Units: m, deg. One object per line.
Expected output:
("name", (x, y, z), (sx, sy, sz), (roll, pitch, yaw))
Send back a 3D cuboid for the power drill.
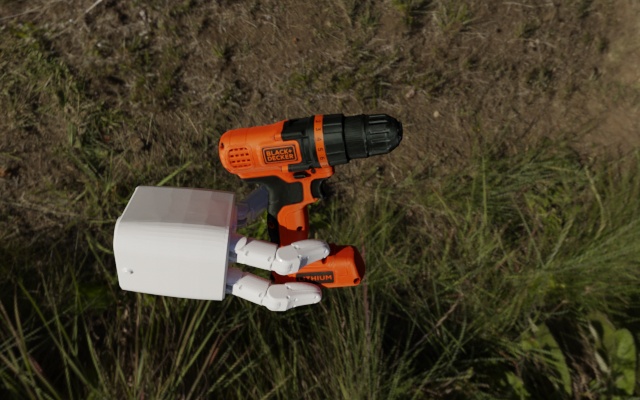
("power drill", (0.000, 0.002, 0.507), (0.184, 0.188, 0.057), (-5, 25, 12))
